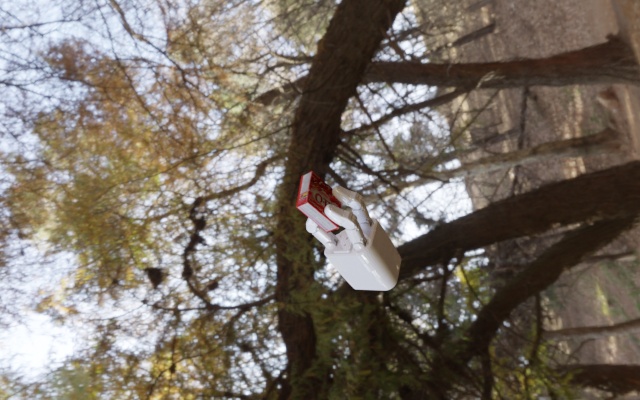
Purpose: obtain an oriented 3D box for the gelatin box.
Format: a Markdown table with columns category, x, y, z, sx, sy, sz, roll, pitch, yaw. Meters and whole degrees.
| category | x | y | z | sx | sy | sz | roll | pitch | yaw |
| --- | --- | --- | --- | --- | --- | --- | --- | --- | --- |
| gelatin box | 0.000 | 0.003 | 0.842 | 0.030 | 0.073 | 0.089 | -25 | -50 | 33 |
